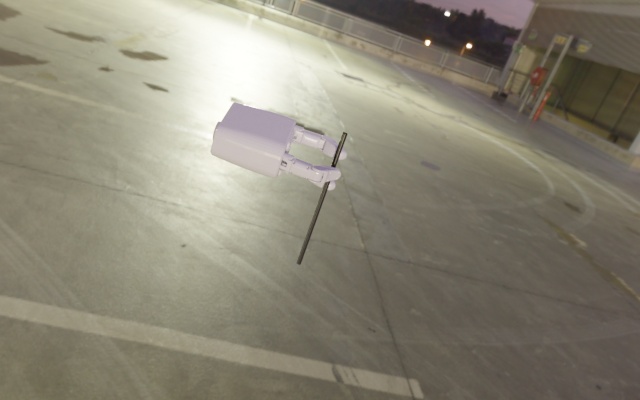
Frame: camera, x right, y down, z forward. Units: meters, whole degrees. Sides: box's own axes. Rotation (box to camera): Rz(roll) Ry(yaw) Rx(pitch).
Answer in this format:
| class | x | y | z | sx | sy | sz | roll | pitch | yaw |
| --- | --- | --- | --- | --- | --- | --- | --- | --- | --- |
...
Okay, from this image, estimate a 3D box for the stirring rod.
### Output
| class | x | y | z | sx | sy | sz | roll | pitch | yaw |
| --- | --- | --- | --- | --- | --- | --- | --- | --- | --- |
| stirring rod | 0.000 | 0.003 | 0.771 | 0.011 | 0.240 | 0.011 | 17 | 22 | -7 |
